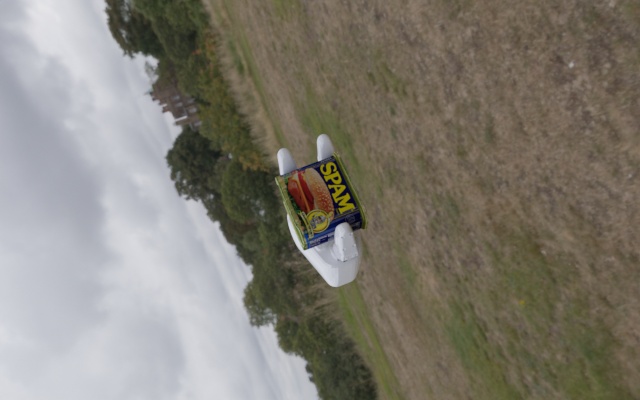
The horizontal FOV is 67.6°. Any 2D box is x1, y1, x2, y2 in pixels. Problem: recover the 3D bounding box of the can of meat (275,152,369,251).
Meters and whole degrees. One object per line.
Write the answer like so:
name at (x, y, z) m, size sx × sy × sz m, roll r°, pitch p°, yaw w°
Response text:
can of meat at (0.000, 0.002, 0.590) m, size 0.084 × 0.102 × 0.057 m, roll -21°, pitch -21°, yaw -7°
